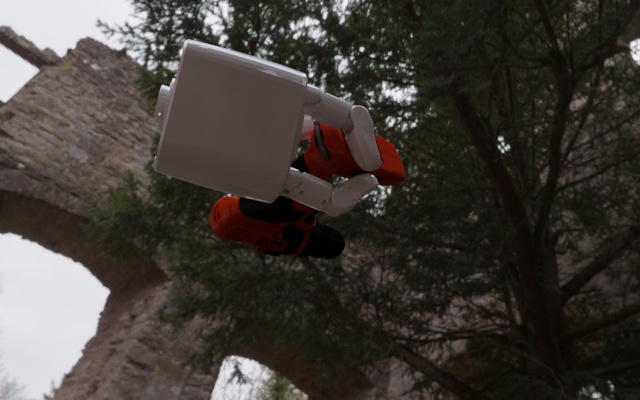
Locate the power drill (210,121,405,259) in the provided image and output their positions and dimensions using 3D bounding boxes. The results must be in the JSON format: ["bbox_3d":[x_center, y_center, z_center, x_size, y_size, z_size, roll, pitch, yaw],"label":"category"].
[{"bbox_3d":[0.000,0.001,0.525,0.184,0.057,0.188,16,-45,-39],"label":"power drill"}]
